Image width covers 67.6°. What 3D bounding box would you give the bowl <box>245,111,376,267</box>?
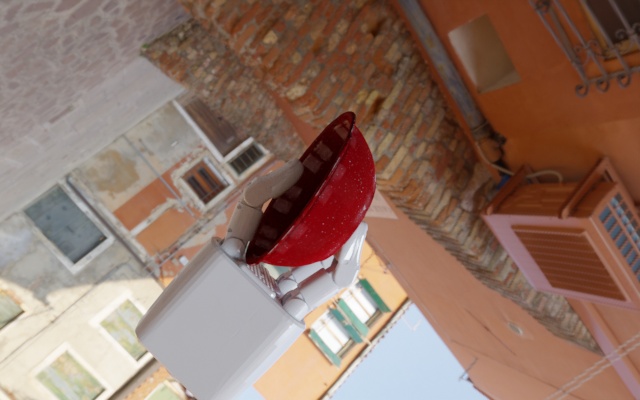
[{"bbox_3d":[0.001,0.001,0.426,0.055,0.162,0.162,34,-9,-13],"label":"bowl"}]
